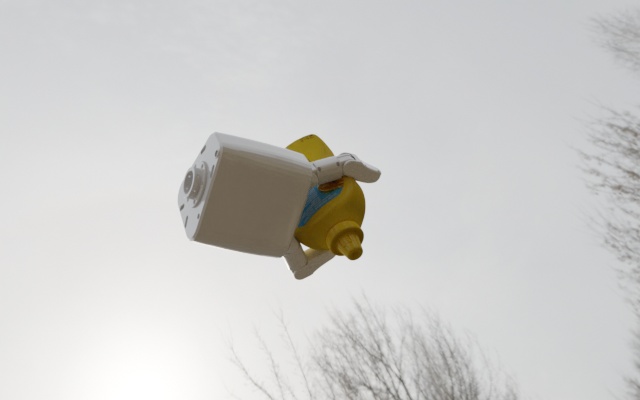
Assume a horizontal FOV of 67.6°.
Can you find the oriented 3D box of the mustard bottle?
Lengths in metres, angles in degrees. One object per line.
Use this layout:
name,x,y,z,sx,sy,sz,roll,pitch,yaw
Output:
mustard bottle,0.000,0.002,0.563,0.058,0.096,0.191,43,9,-42
